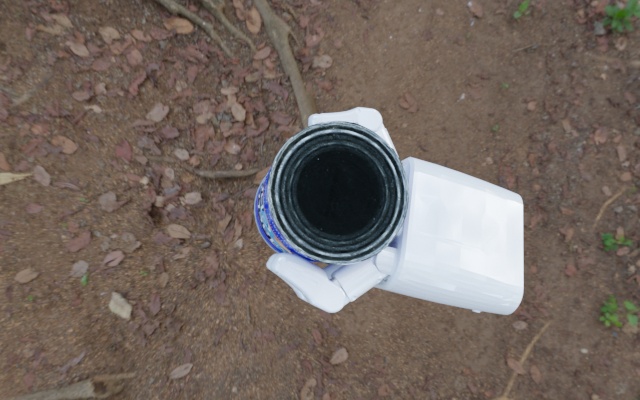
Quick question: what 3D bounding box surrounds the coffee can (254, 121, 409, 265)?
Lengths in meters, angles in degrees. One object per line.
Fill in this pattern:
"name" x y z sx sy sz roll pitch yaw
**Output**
"coffee can" 0.000 0.001 0.401 0.103 0.103 0.140 0 -6 -11
